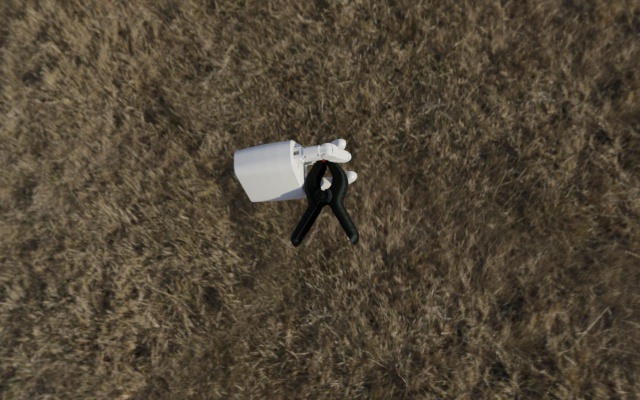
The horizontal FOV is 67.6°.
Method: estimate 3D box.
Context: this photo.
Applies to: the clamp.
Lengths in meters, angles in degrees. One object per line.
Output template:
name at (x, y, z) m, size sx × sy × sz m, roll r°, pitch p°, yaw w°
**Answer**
clamp at (0.000, 0.002, 0.821) m, size 0.120 × 0.171 × 0.039 m, roll -11°, pitch -21°, yaw 13°
